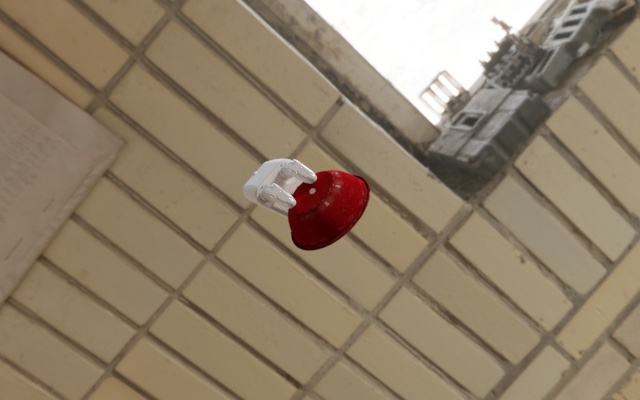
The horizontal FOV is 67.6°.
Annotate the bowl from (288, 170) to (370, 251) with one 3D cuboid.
[{"bbox_3d":[0.001,0.002,0.789,0.162,0.162,0.055,0,-39,48],"label":"bowl"}]
